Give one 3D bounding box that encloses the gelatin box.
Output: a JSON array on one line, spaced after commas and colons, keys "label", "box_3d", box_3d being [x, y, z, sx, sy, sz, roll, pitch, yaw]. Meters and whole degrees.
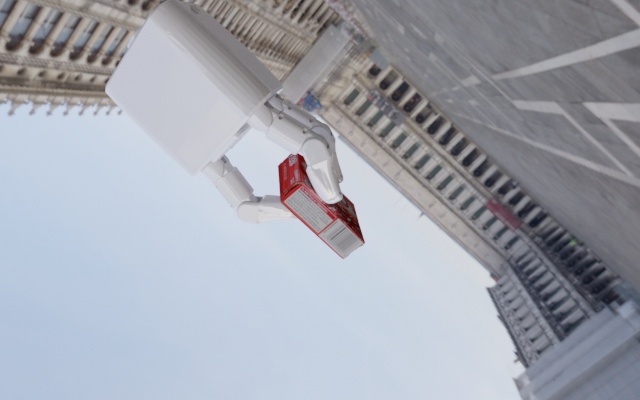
[{"label": "gelatin box", "box_3d": [0.000, 0.002, 0.447, 0.030, 0.089, 0.073, -39, 25, 15]}]
